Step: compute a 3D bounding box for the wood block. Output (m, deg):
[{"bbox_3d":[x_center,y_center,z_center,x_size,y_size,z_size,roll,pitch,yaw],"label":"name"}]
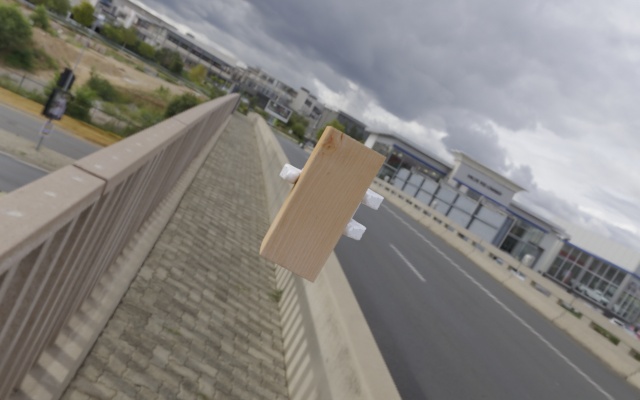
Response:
[{"bbox_3d":[0.000,0.002,0.706,0.091,0.206,0.090,28,7,-7],"label":"wood block"}]
